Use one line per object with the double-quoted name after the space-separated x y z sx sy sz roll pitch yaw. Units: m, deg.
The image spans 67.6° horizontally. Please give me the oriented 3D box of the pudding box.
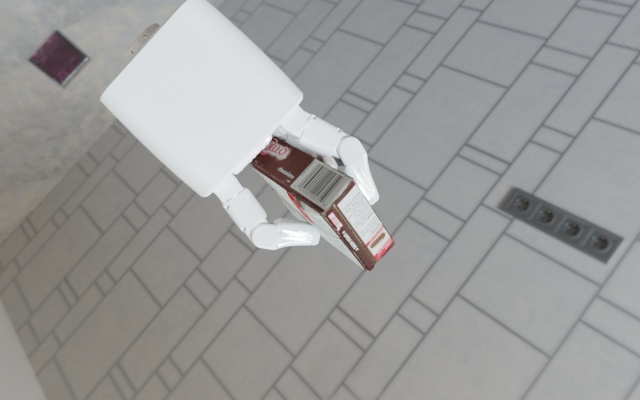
0.000 0.001 0.405 0.113 0.039 0.090 35 -12 46 "pudding box"
